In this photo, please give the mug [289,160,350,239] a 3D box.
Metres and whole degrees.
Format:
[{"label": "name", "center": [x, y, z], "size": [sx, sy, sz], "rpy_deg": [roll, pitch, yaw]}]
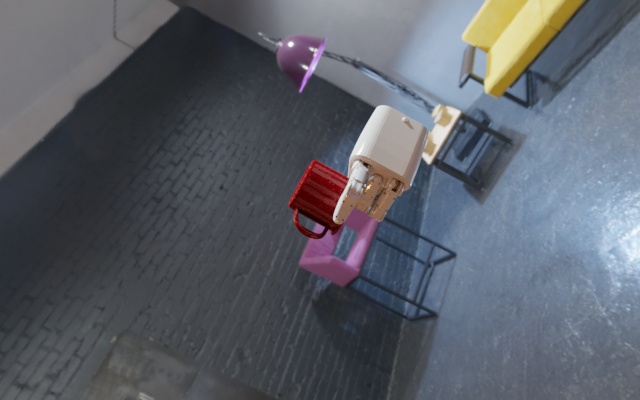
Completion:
[{"label": "mug", "center": [-0.001, 0.003, 0.708], "size": [0.081, 0.117, 0.093], "rpy_deg": [29, -25, -5]}]
